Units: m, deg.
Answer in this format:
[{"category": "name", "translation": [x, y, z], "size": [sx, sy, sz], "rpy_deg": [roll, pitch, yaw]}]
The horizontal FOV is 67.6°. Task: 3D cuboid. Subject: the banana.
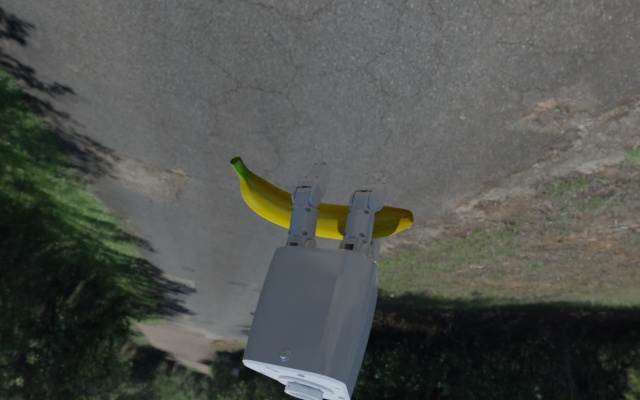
[{"category": "banana", "translation": [-0.004, 0.011, 0.504], "size": [0.198, 0.037, 0.070], "rpy_deg": [16, -32, 7]}]
